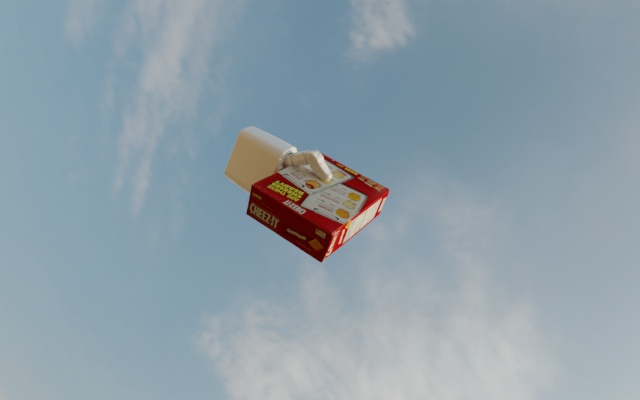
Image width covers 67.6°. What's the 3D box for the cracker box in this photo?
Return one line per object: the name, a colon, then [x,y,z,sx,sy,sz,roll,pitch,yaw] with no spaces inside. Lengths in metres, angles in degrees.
cracker box: [0.000,0.003,0.847,0.164,0.072,0.213,30,34,20]
